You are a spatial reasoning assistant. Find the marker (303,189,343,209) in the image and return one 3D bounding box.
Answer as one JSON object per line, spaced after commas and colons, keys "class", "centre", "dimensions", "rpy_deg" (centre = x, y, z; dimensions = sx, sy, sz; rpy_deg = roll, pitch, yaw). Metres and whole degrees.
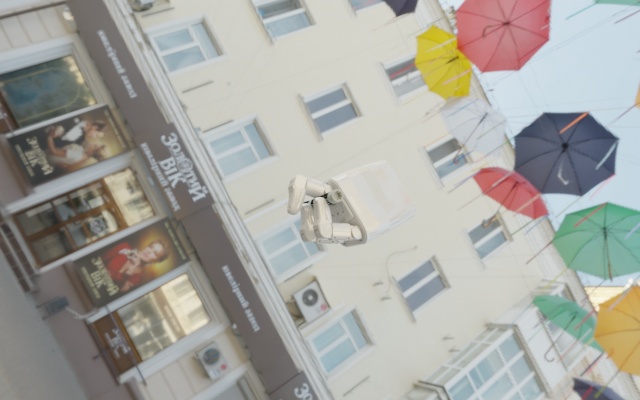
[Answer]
{"class": "marker", "centre": [0.000, 0.002, 0.726], "dimensions": [0.020, 0.020, 0.121], "rpy_deg": [0, -9, -24]}
